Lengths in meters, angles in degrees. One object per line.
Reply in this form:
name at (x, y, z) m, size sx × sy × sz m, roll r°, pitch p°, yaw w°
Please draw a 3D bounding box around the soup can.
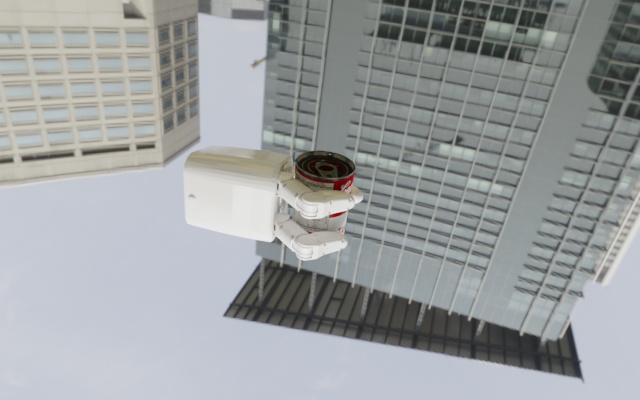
soup can at (0.001, 0.002, 0.561) m, size 0.068 × 0.102 × 0.068 m, roll 6°, pitch 31°, yaw -3°
